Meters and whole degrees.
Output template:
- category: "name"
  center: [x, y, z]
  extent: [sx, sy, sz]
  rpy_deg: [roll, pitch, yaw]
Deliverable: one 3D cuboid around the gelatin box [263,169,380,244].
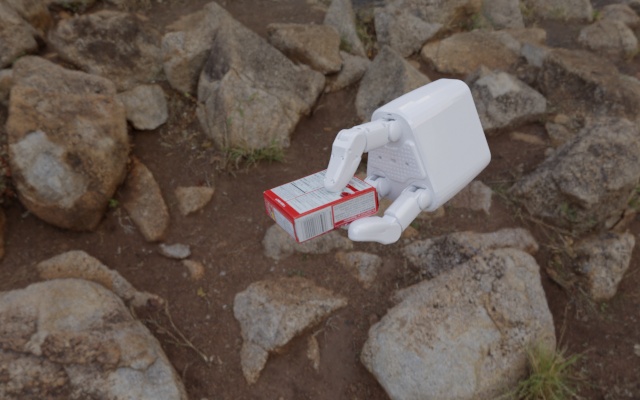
- category: "gelatin box"
  center: [0.000, 0.001, 0.459]
  extent: [0.089, 0.030, 0.073]
  rpy_deg: [-20, 29, -22]
